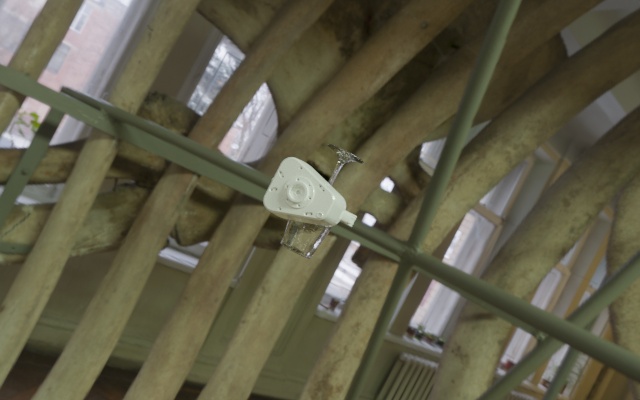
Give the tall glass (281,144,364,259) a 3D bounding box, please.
[{"bbox_3d":[0.001,0.002,0.866,0.079,0.201,0.079,27,0,0],"label":"tall glass"}]
